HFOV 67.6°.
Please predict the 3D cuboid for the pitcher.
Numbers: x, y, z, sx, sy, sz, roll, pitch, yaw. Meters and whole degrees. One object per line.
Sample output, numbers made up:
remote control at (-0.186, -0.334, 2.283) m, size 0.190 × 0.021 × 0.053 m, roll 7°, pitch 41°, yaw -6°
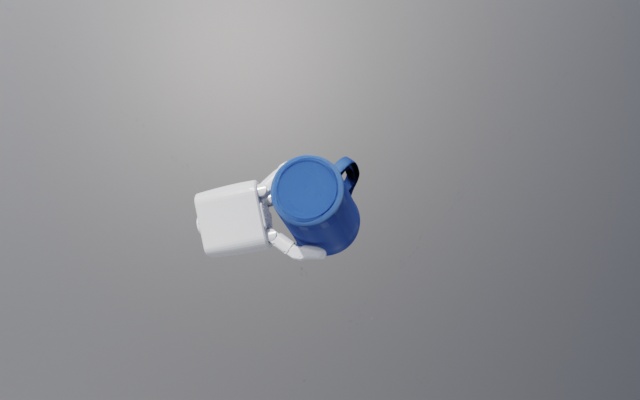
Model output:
pitcher at (0.000, 0.003, 0.792) m, size 0.145 × 0.149 × 0.243 m, roll -9°, pitch -15°, yaw 4°
